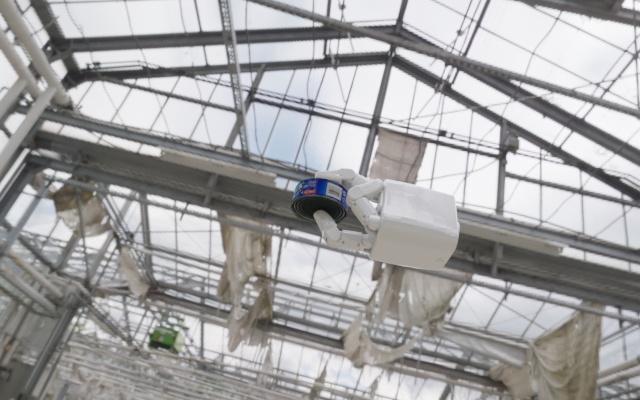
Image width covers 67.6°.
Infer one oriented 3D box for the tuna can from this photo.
[{"bbox_3d":[0.000,0.002,0.721,0.086,0.033,0.086,7,-30,4],"label":"tuna can"}]
